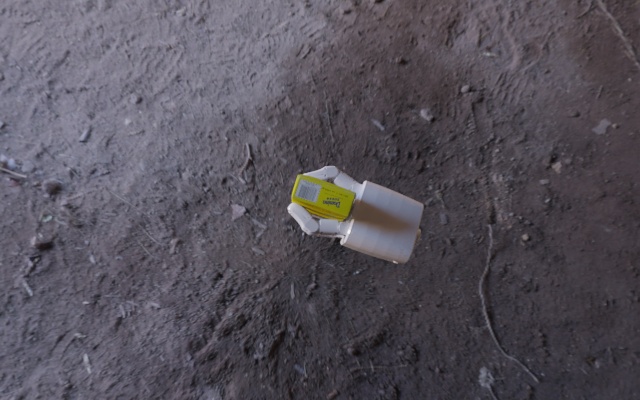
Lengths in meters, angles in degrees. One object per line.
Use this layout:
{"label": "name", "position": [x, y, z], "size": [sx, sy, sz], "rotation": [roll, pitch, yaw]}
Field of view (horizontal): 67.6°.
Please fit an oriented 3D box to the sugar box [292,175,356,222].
{"label": "sugar box", "position": [0.000, 0.003, 0.798], "size": [0.093, 0.048, 0.176], "rotation": [19, -10, 0]}
